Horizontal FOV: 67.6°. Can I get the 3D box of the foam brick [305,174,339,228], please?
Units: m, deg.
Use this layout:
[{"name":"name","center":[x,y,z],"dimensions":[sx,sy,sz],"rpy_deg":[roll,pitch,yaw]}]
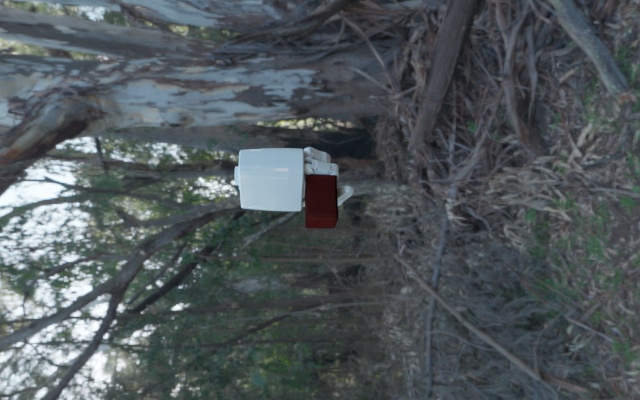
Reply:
[{"name":"foam brick","center":[0.000,0.003,0.796],"dimensions":[0.051,0.078,0.053],"rpy_deg":[1,-26,-6]}]
